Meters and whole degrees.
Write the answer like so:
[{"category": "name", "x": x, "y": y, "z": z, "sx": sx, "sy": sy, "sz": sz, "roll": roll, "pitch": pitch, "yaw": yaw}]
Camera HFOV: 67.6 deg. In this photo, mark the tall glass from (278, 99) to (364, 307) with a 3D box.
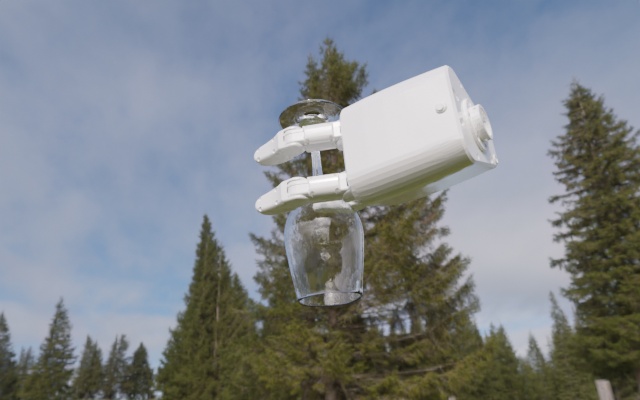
[{"category": "tall glass", "x": 0.000, "y": 0.001, "z": 0.485, "sx": 0.079, "sy": 0.201, "sz": 0.079, "roll": -5, "pitch": -23, "yaw": -2}]
